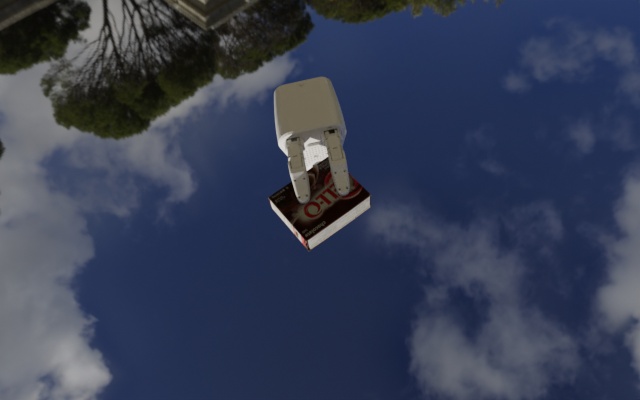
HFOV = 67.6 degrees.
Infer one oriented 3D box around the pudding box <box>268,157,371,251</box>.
[{"bbox_3d":[0.000,0.002,0.659,0.113,0.090,0.039,-36,-30,-13],"label":"pudding box"}]
